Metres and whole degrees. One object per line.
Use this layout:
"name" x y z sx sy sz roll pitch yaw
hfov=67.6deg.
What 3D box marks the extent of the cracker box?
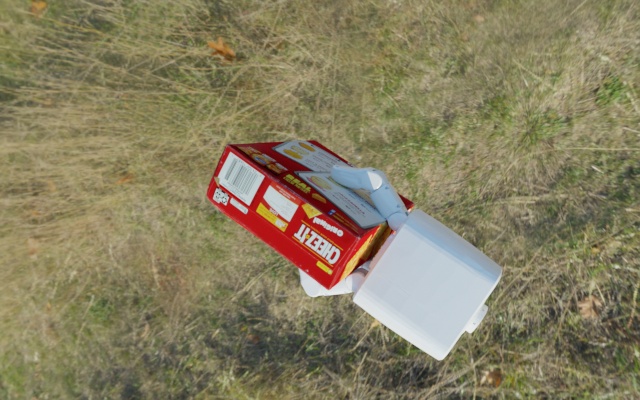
"cracker box" 0.000 0.002 0.546 0.164 0.072 0.213 34 19 16
